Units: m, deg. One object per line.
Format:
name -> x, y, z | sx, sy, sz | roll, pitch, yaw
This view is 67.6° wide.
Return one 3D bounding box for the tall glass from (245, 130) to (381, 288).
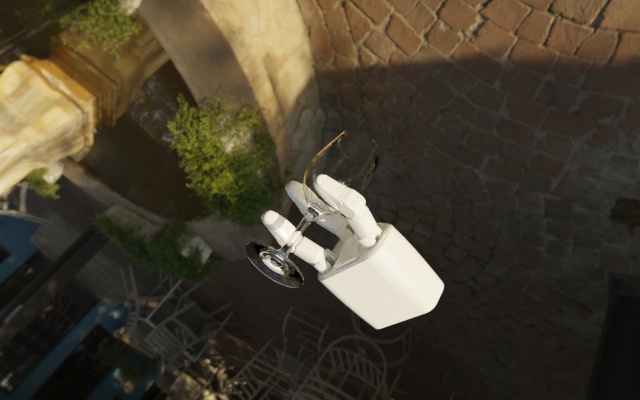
tall glass -> 0.000, 0.002, 0.564 | 0.079, 0.079, 0.201 | 0, 44, 45
